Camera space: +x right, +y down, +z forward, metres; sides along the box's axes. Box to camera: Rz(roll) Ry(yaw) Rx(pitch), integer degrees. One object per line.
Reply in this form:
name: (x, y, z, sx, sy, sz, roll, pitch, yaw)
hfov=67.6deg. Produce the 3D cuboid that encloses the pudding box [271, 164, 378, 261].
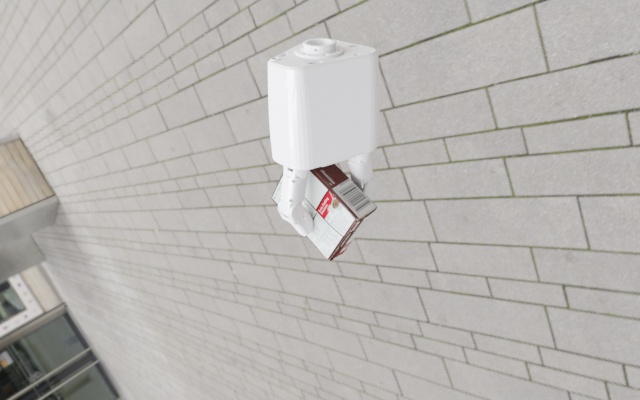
pudding box: (0.000, 0.002, 0.559, 0.039, 0.113, 0.090, -29, -21, -39)
